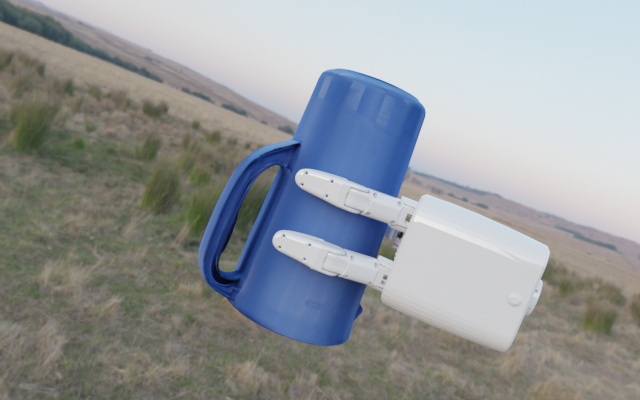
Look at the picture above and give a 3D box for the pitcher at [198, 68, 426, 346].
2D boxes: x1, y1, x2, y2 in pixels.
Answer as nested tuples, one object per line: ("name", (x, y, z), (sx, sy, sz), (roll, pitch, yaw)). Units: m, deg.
("pitcher", (0.000, 0.002, 0.459), (0.145, 0.243, 0.149), (23, 6, 17))
